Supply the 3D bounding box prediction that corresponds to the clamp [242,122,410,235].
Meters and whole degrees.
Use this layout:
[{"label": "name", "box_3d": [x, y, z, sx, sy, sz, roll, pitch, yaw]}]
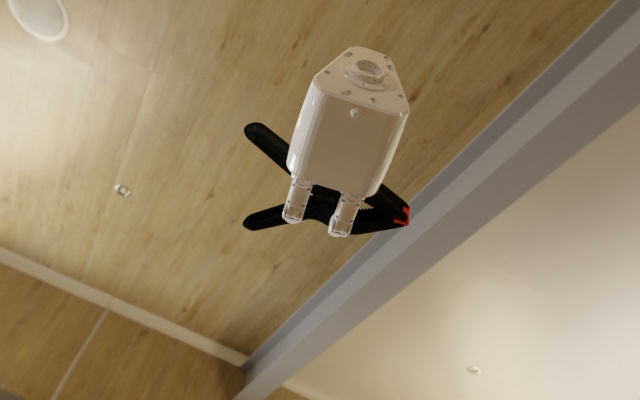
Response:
[{"label": "clamp", "box_3d": [0.001, 0.001, 0.575, 0.210, 0.036, 0.165, 18, -44, -2]}]
